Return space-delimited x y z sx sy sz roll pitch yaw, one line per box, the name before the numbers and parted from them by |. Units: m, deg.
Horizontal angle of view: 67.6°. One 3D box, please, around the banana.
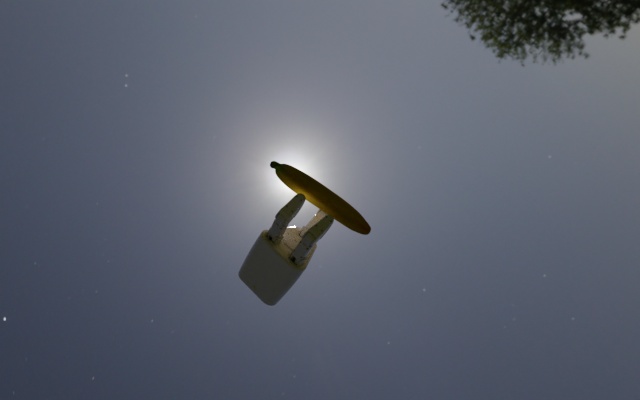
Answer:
banana | -0.002 -0.005 0.794 0.198 0.037 0.069 33 15 -9
